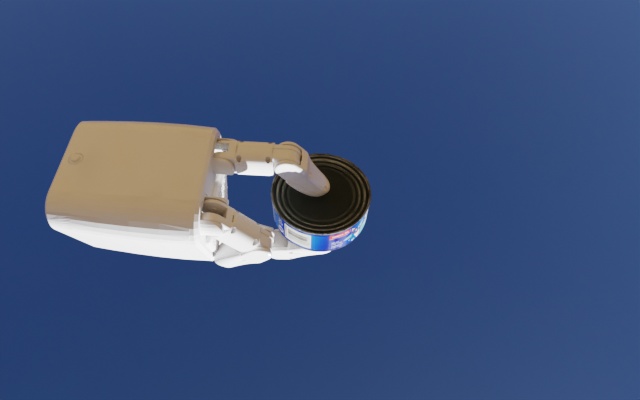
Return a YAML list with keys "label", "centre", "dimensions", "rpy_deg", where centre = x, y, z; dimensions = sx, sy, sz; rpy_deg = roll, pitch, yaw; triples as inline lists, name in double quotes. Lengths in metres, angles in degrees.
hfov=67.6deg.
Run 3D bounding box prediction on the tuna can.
- label: "tuna can"
  centre: [0.000, 0.002, 0.420]
  dimensions: [0.086, 0.086, 0.034]
  rpy_deg: [0, -35, -2]
